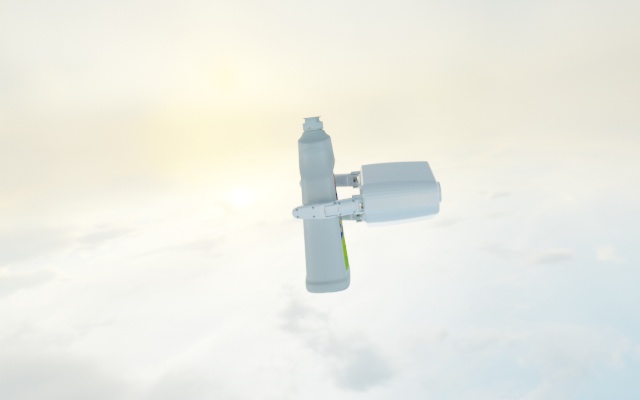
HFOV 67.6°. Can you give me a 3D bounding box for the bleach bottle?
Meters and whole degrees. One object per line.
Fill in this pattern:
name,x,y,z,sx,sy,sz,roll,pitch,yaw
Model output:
bleach bottle,0.000,0.002,0.710,0.068,0.251,0.102,-5,9,5
